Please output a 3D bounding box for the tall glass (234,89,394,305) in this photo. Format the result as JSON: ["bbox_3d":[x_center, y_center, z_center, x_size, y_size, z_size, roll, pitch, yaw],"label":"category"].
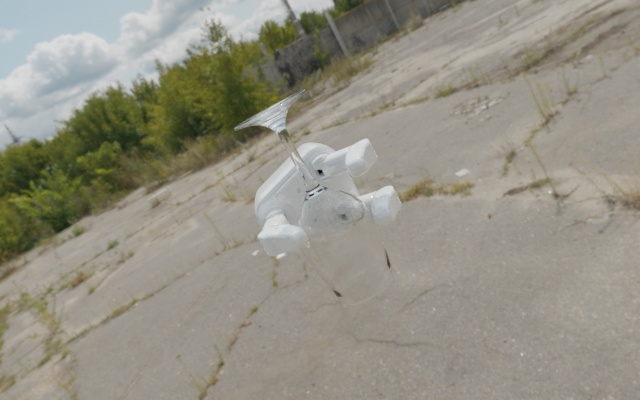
[{"bbox_3d":[0.000,0.001,0.457,0.079,0.201,0.079,-27,15,8],"label":"tall glass"}]
